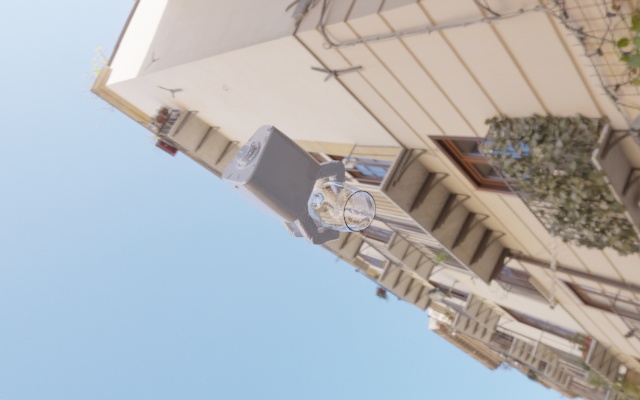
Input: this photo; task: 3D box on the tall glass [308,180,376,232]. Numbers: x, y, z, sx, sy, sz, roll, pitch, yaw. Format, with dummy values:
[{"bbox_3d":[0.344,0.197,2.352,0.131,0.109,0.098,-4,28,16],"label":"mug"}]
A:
[{"bbox_3d":[0.000,0.002,0.773,0.079,0.079,0.201,0,8,-36],"label":"tall glass"}]
